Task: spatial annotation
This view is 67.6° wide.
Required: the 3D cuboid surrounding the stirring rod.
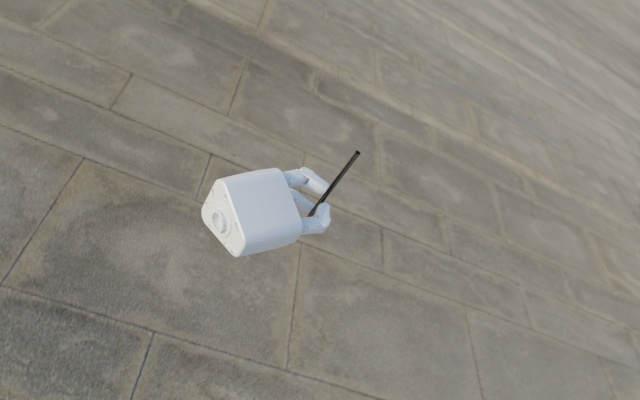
[{"bbox_3d":[0.000,0.003,0.786,0.011,0.011,0.240,0,-38,-36],"label":"stirring rod"}]
